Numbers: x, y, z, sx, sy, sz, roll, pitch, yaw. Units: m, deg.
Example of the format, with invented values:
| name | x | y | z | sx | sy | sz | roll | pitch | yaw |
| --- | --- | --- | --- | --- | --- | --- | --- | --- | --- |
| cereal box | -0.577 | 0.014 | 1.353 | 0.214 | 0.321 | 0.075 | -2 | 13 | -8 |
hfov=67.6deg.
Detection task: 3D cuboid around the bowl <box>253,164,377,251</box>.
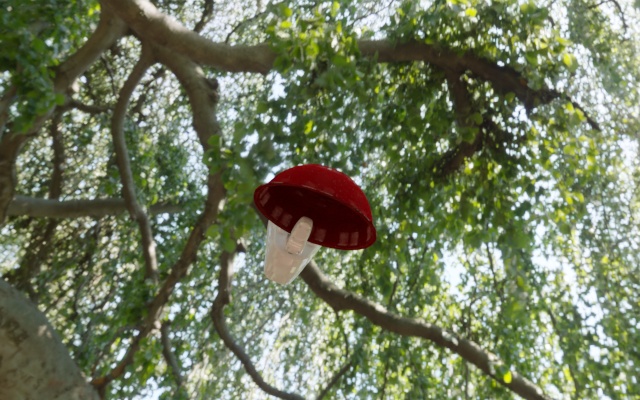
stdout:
| name | x | y | z | sx | sy | sz | roll | pitch | yaw |
| --- | --- | --- | --- | --- | --- | --- | --- | --- | --- |
| bowl | 0.001 | 0.001 | 0.601 | 0.162 | 0.055 | 0.162 | 18 | -25 | 9 |
